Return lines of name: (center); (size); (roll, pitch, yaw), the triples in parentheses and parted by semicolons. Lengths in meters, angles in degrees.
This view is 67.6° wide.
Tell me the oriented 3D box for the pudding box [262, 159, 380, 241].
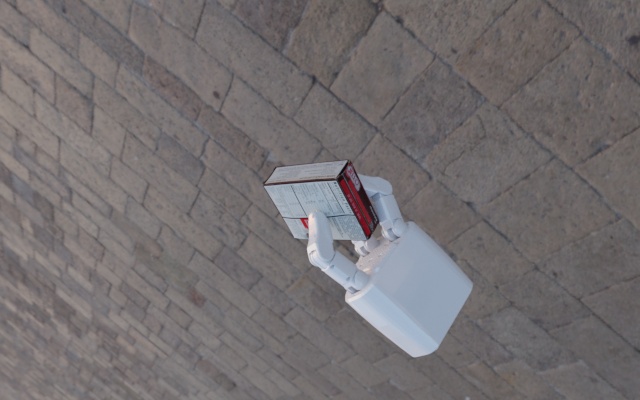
pudding box: (0.000, 0.002, 0.547); (0.113, 0.090, 0.039); (-3, 37, 37)
